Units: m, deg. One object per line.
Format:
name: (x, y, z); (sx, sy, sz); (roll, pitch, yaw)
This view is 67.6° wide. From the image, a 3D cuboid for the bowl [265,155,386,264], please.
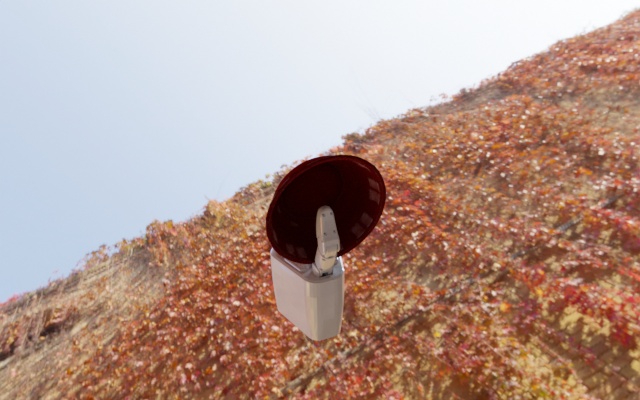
bowl: (0.000, 0.001, 0.608); (0.162, 0.162, 0.055); (0, 33, -27)
